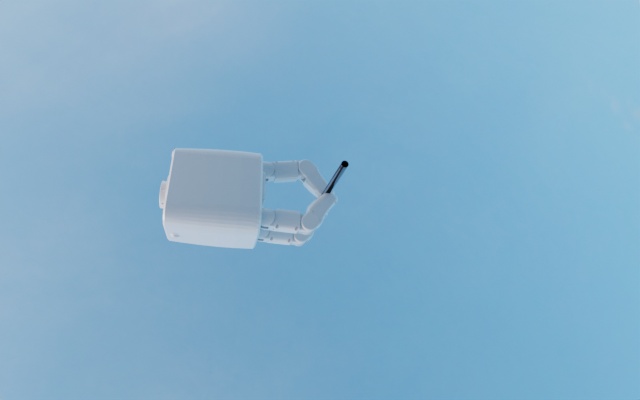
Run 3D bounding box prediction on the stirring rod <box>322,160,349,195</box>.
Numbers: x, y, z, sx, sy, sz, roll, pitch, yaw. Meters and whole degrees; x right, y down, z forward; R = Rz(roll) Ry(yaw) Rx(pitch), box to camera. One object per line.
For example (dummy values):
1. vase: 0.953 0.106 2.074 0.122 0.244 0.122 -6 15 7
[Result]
1. stirring rod: 0.000 0.002 0.606 0.011 0.011 0.240 0 -19 -13
